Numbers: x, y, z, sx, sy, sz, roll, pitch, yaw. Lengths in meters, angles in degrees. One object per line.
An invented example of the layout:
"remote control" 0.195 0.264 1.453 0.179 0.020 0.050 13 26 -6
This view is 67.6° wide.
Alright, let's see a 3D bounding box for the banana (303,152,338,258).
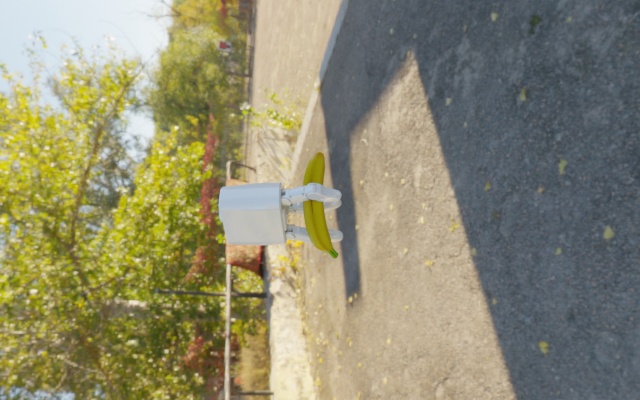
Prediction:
"banana" -0.006 0.003 0.839 0.037 0.197 0.069 -11 -13 20
